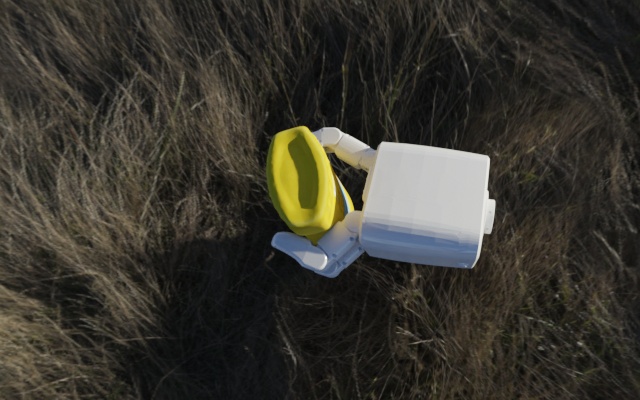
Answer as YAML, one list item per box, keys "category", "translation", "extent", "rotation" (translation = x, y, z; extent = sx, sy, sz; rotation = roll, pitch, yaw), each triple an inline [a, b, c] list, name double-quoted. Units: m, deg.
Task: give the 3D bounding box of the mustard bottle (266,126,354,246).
- category: "mustard bottle"
  translation: [0.000, 0.002, 0.508]
  extent: [0.058, 0.096, 0.192]
  rotation: [-16, -18, 9]
